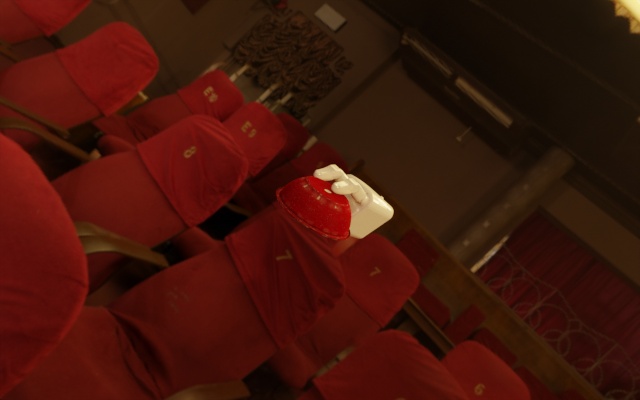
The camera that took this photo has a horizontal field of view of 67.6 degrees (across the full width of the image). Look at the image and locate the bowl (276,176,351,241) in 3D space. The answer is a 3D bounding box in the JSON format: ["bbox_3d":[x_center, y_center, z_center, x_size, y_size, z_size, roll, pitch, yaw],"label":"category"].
[{"bbox_3d":[0.000,0.003,0.881,0.162,0.055,0.162,29,18,-11],"label":"bowl"}]
